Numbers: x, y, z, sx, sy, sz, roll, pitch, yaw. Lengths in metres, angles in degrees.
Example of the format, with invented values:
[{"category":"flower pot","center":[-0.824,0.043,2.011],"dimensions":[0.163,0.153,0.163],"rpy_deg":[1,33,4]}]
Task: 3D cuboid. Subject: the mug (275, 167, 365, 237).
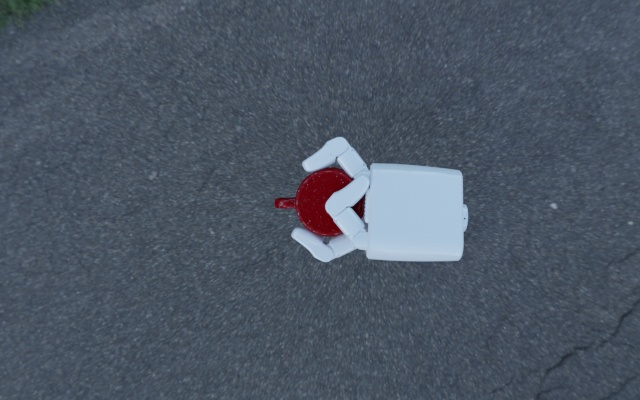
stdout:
[{"category":"mug","center":[-0.001,0.002,0.603],"dimensions":[0.117,0.093,0.081],"rpy_deg":[2,1,4]}]
